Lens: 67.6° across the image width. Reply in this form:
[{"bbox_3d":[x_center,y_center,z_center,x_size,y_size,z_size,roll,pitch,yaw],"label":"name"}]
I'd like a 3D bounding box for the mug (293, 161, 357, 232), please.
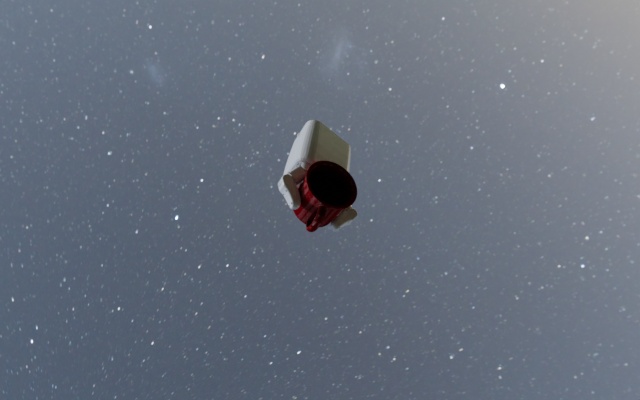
[{"bbox_3d":[0.000,0.004,0.796,0.093,0.117,0.081,24,-39,-14],"label":"mug"}]
